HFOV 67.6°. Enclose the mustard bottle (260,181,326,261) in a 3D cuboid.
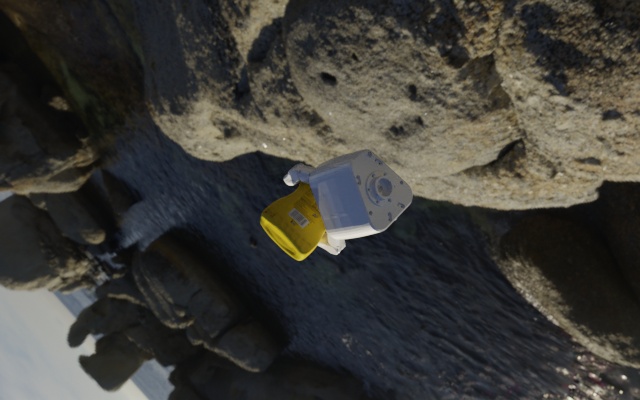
[{"bbox_3d":[0.000,0.003,0.773,0.191,0.096,0.058,-42,-11,-29],"label":"mustard bottle"}]
